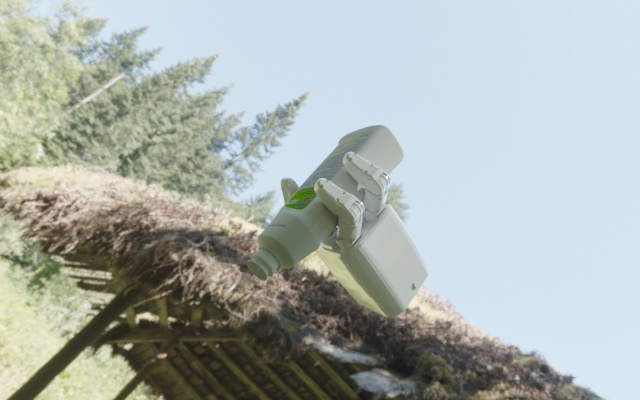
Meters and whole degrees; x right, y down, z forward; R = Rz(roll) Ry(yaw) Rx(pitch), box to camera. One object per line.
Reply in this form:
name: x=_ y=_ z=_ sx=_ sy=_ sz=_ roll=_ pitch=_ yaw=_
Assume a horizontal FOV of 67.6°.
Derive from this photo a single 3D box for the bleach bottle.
bleach bottle: x=0.000 y=0.002 z=0.586 sx=0.102 sy=0.068 sz=0.250 roll=-13 pitch=27 yaw=52
